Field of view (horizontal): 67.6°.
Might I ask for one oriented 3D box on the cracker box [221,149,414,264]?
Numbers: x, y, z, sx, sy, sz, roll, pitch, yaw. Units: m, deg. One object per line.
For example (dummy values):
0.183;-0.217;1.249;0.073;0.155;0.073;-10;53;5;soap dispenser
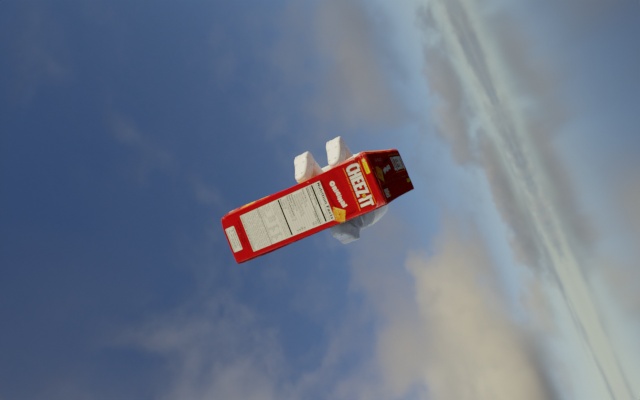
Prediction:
0.000;0.002;0.636;0.214;0.072;0.164;-23;-1;23;cracker box
